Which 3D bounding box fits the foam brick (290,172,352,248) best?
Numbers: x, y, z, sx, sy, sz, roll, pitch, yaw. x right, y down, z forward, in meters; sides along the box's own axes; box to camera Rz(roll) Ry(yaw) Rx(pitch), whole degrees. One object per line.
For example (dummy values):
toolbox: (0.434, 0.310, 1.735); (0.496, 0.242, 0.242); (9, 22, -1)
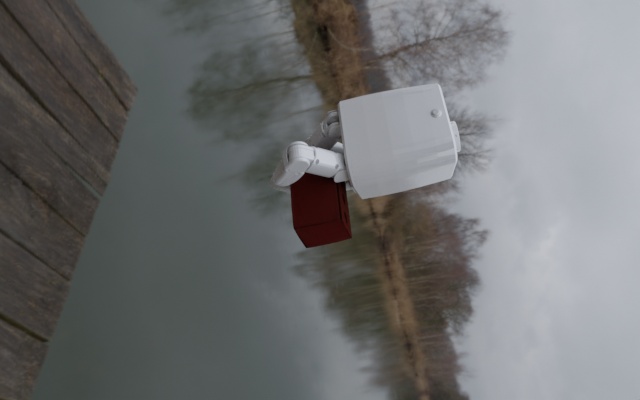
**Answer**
foam brick: (0.000, 0.002, 0.501); (0.051, 0.078, 0.053); (-10, -28, 9)
